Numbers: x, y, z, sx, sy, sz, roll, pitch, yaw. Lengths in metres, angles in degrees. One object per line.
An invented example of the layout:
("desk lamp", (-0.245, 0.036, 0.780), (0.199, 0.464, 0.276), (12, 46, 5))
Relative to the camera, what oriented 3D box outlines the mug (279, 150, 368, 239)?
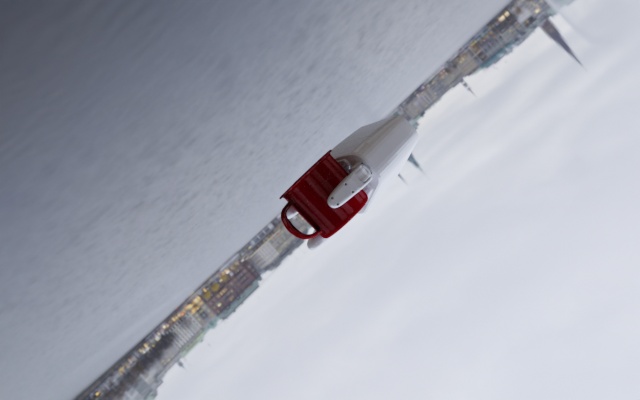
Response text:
("mug", (-0.001, 0.003, 0.613), (0.117, 0.081, 0.093), (-45, 3, -30))
